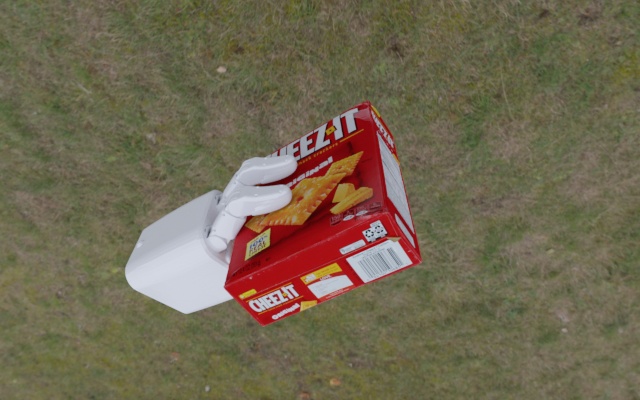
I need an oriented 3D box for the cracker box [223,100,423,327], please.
[{"bbox_3d":[0.000,0.002,0.487,0.164,0.072,0.213,-26,32,18],"label":"cracker box"}]
